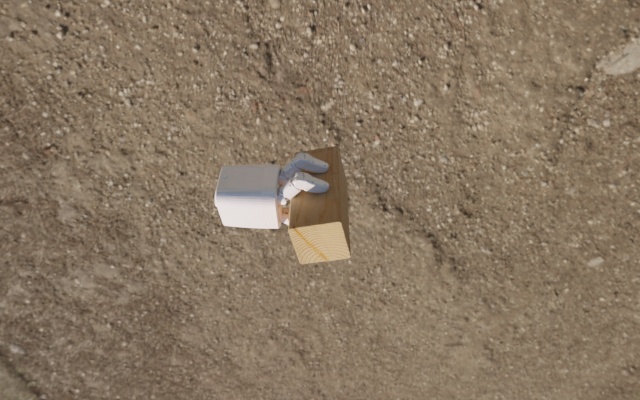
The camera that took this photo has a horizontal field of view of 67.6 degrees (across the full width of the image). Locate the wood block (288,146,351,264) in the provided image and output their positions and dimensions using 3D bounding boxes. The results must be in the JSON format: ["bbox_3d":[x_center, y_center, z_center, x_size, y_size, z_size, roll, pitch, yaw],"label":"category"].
[{"bbox_3d":[0.000,0.003,0.858,0.090,0.091,0.206,-9,42,8],"label":"wood block"}]
